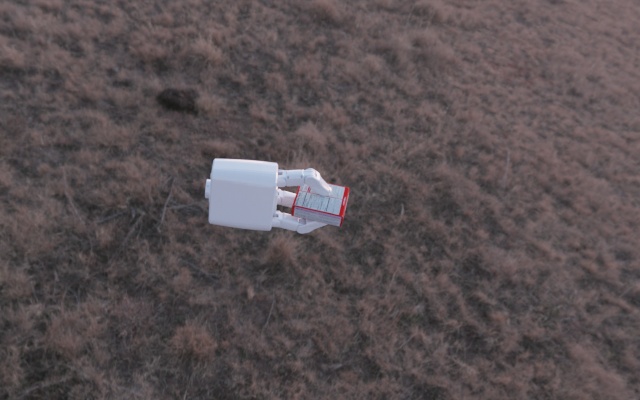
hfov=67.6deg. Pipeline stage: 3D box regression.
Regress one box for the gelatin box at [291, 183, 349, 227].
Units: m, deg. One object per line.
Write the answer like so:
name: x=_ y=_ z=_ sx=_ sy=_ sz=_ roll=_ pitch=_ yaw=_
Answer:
gelatin box: x=0.001 y=0.002 z=0.823 sx=0.089 sy=0.030 sz=0.073 roll=12 pitch=45 yaw=3
